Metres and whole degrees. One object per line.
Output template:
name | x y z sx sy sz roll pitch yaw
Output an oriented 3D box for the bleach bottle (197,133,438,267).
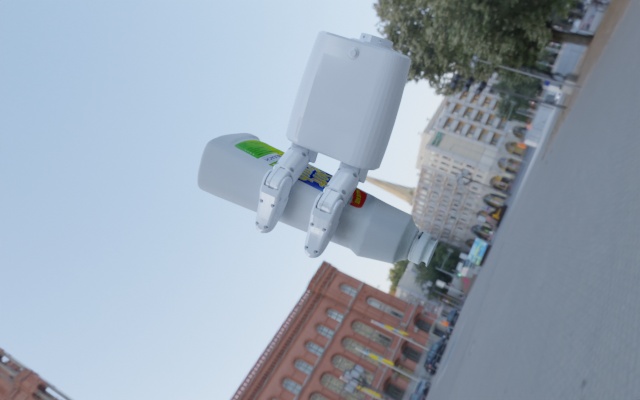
bleach bottle | 0.000 0.002 0.498 0.251 0.068 0.102 23 18 18
